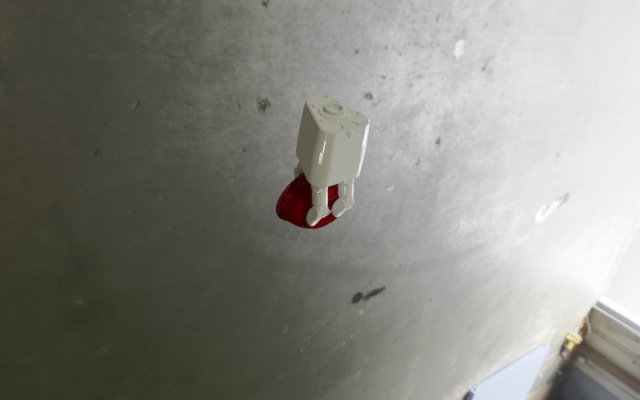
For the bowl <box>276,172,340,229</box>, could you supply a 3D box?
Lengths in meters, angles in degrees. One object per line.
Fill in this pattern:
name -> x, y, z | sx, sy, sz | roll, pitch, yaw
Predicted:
bowl -> 0.000, 0.004, 0.887 | 0.162, 0.055, 0.162 | -27, -27, -16
